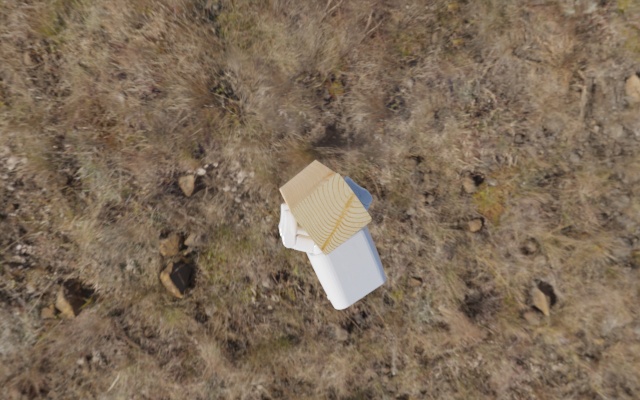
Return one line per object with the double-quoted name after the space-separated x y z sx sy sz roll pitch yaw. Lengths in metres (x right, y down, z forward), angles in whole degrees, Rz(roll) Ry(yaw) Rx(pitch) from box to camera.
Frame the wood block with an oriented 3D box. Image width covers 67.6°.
0.001 0.003 0.783 0.091 0.090 0.206 -38 14 -1 "wood block"
